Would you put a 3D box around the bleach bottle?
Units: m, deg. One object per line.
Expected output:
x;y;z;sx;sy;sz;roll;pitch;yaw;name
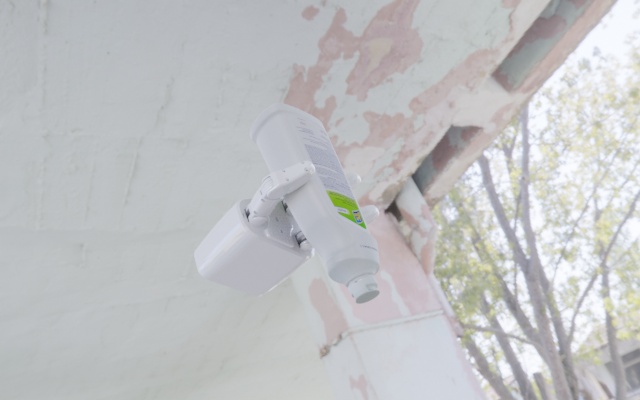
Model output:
0.000;0.002;0.558;0.102;0.250;0.068;13;-47;-45;bleach bottle
